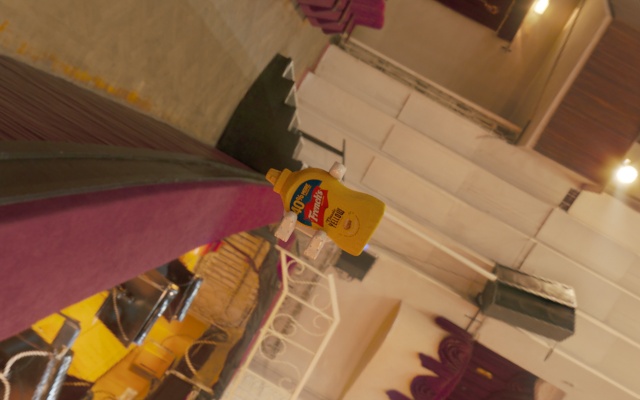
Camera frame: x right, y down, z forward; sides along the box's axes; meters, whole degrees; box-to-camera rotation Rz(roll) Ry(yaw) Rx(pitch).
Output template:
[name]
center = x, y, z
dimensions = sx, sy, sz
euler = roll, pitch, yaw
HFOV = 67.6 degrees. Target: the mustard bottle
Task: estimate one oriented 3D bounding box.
[mustard bottle]
center = 0.000, 0.003, 0.759
dimensions = 0.191, 0.096, 0.058
euler = 29, 24, 2
